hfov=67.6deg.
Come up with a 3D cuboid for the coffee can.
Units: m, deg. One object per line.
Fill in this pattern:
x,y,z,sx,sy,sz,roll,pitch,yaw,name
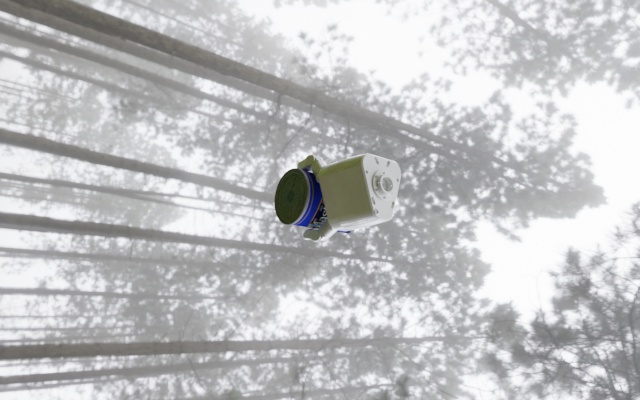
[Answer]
0.000,0.003,0.891,0.140,0.103,0.103,11,-7,-37,coffee can
